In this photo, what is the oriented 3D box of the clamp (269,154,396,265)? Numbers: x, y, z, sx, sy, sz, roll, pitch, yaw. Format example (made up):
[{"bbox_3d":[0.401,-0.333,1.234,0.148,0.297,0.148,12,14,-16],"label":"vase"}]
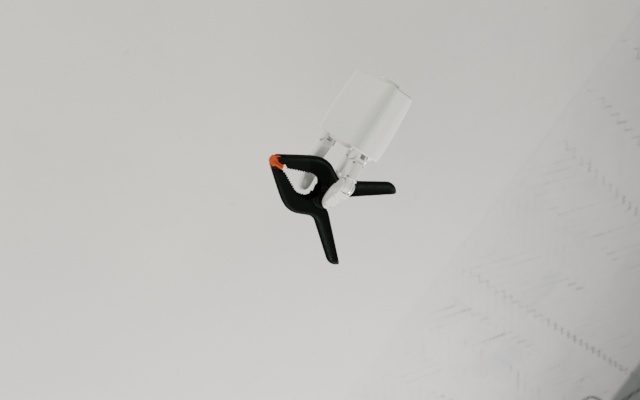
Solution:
[{"bbox_3d":[0.000,0.002,0.745,0.210,0.164,0.036,28,8,-26],"label":"clamp"}]
